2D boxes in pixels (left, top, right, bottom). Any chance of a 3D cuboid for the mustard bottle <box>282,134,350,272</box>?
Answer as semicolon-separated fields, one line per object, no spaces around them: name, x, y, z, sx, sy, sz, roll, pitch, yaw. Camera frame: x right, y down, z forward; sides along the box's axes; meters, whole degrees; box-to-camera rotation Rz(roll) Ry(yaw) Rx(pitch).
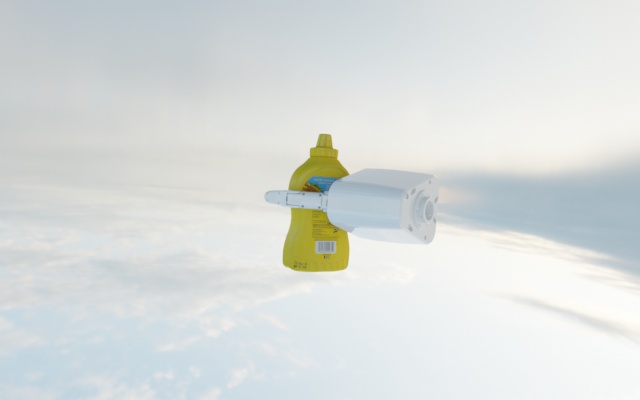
mustard bottle;0.000;0.002;0.674;0.096;0.191;0.058;3;2;-28
